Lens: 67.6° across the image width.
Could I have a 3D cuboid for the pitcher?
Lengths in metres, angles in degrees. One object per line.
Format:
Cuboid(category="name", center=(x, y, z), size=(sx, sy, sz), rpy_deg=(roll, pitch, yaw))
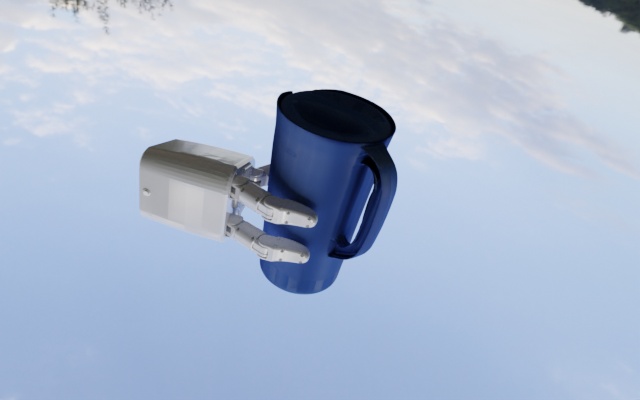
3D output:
Cuboid(category="pitcher", center=(0.000, 0.002, 0.574), size=(0.145, 0.243, 0.149), rpy_deg=(15, 34, 1))
